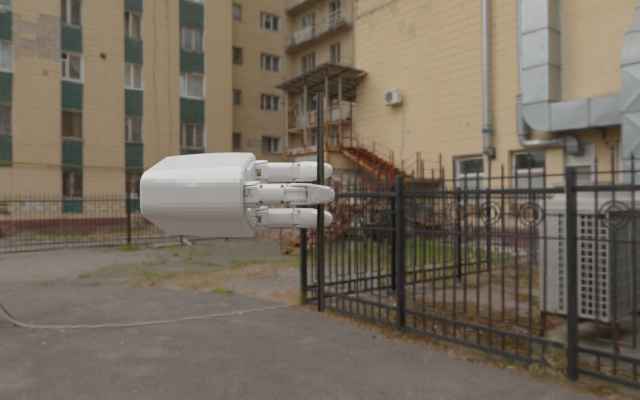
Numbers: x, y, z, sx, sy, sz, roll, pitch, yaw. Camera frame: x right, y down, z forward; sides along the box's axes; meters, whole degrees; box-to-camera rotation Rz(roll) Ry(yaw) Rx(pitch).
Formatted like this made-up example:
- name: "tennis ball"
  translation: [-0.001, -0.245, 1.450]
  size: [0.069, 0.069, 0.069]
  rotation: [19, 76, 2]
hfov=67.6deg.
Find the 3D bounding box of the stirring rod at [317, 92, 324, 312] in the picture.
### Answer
- name: "stirring rod"
  translation: [0.000, 0.002, 0.526]
  size: [0.011, 0.239, 0.011]
  rotation: [0, 1, 0]
